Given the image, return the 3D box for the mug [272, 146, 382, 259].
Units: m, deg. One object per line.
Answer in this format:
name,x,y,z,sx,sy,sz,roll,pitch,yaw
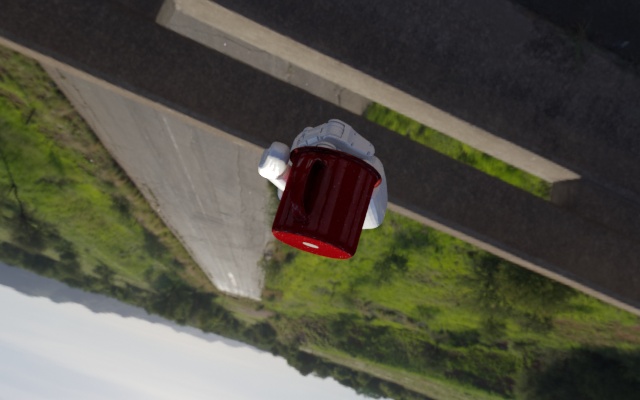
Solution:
mug,0.000,0.001,0.440,0.093,0.081,0.117,11,-17,20
